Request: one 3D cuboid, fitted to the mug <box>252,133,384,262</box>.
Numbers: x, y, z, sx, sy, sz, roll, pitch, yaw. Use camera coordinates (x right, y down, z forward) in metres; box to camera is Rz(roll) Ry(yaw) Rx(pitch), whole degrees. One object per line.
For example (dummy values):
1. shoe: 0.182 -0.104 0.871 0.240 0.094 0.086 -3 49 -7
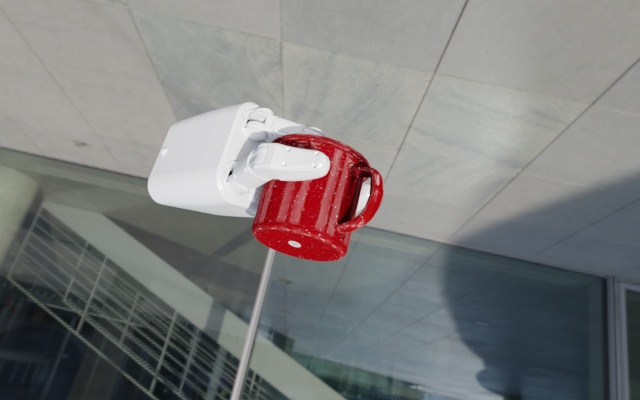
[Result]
1. mug: 0.001 0.001 0.400 0.117 0.081 0.093 -3 -27 37
